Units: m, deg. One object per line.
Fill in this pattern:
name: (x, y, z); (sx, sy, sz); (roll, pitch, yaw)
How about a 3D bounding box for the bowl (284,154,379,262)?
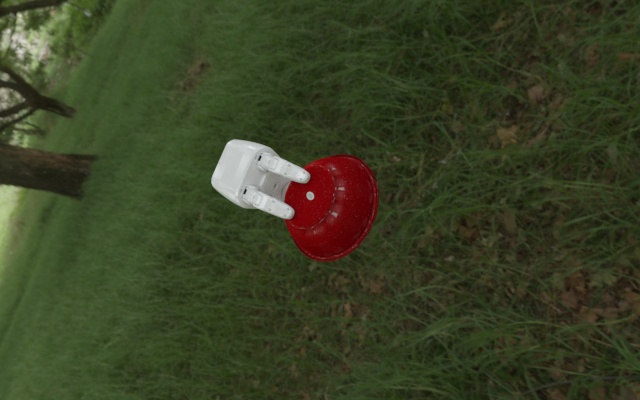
bowl: (0.001, 0.002, 0.672); (0.162, 0.162, 0.055); (0, -16, 39)
